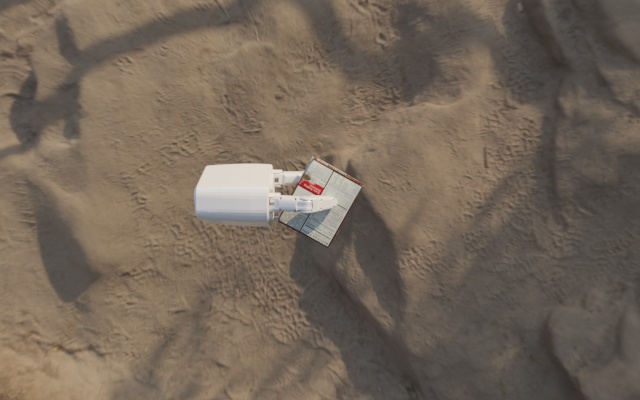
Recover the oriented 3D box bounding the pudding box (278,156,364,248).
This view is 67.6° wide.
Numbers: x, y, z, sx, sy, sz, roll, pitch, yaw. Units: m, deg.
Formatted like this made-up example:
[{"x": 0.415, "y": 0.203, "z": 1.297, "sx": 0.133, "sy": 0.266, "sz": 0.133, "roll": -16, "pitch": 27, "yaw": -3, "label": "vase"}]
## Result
[{"x": 0.000, "y": 0.002, "z": 0.726, "sx": 0.090, "sy": 0.113, "sz": 0.039, "roll": 29, "pitch": 8, "yaw": -5, "label": "pudding box"}]
